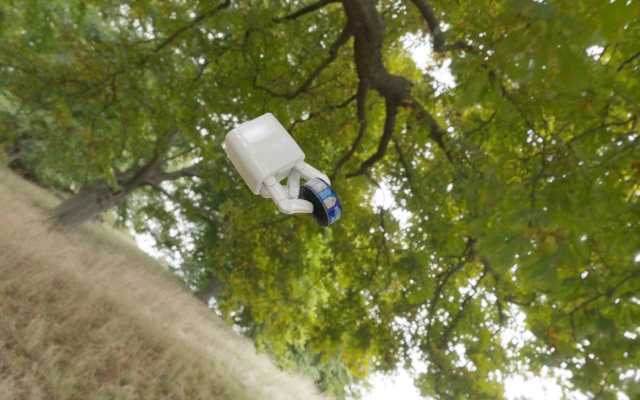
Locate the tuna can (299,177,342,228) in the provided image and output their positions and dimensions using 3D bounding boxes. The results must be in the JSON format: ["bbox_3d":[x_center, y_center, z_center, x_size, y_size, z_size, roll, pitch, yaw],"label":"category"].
[{"bbox_3d":[0.001,0.003,0.843,0.033,0.086,0.086,-32,13,-21],"label":"tuna can"}]
